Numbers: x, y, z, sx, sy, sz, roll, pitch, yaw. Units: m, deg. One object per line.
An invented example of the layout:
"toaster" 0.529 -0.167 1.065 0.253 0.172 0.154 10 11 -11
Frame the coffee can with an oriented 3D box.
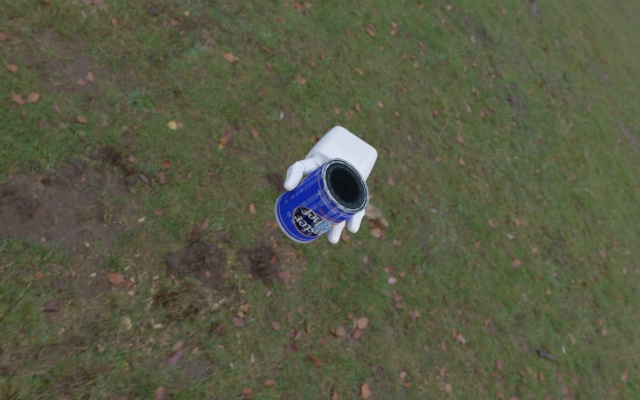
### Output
"coffee can" 0.000 0.003 0.838 0.103 0.102 0.140 0 -24 -42
